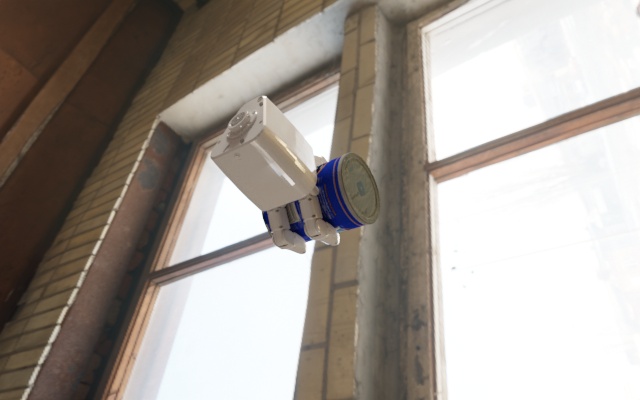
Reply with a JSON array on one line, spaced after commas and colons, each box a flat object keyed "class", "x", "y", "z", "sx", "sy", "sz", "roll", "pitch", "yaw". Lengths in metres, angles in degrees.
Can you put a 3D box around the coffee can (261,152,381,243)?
[{"class": "coffee can", "x": 0.000, "y": 0.002, "z": 0.685, "sx": 0.140, "sy": 0.103, "sz": 0.103, "roll": -19, "pitch": -10, "yaw": 30}]
